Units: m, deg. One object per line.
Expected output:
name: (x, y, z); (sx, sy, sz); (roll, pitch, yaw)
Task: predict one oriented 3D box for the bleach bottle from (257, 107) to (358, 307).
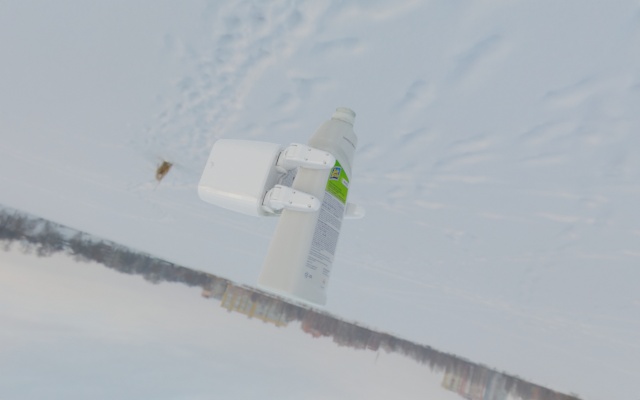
bleach bottle: (0.000, 0.002, 0.612); (0.068, 0.250, 0.103); (11, -14, 29)
